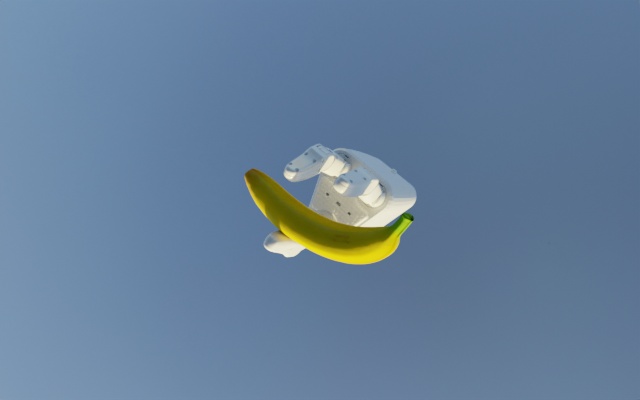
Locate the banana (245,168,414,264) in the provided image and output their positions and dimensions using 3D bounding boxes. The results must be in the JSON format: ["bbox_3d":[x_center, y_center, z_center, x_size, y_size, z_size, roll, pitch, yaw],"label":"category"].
[{"bbox_3d":[0.000,0.020,0.481,0.198,0.069,0.037,16,13,30],"label":"banana"}]
